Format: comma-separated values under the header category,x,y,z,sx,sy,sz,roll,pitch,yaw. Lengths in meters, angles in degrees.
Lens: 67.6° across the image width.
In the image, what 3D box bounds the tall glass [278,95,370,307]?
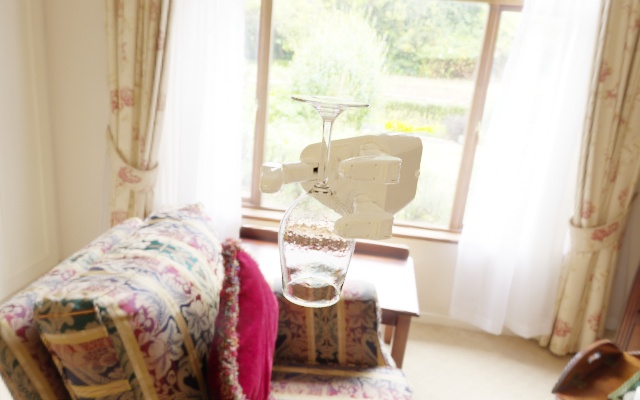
category,x,y,z,sx,sy,sz,roll,pitch,yaw
tall glass,0.000,0.001,0.471,0.079,0.201,0.079,5,16,-2
